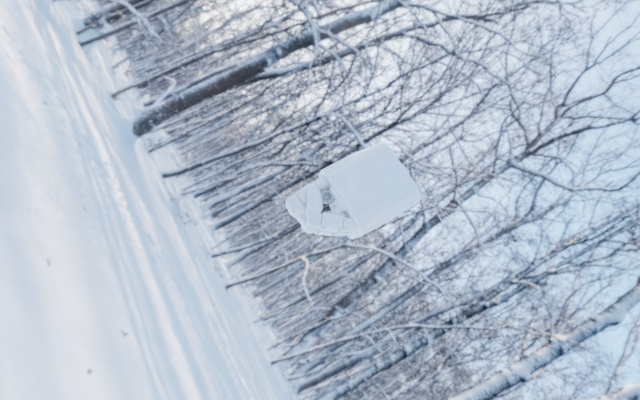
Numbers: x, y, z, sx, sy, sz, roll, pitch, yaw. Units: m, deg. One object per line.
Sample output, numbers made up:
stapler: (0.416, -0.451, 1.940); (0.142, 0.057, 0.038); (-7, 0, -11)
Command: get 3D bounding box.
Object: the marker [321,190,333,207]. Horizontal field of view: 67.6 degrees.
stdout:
marker: (0.000, 0.002, 0.724); (0.020, 0.020, 0.121); (0, -8, -9)
